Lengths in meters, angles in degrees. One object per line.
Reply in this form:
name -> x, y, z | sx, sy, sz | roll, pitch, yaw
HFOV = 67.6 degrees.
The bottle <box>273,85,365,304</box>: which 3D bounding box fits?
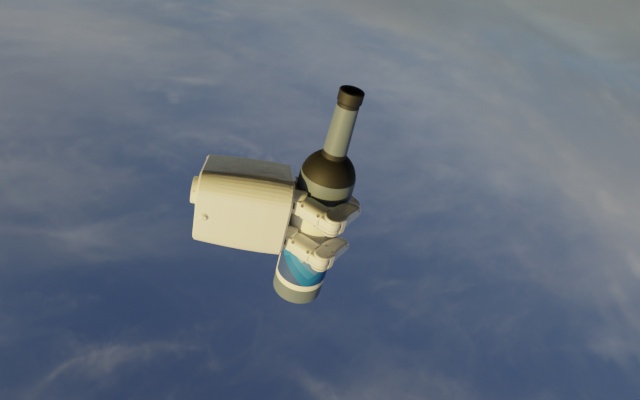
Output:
bottle -> 0.000, 0.002, 0.580 | 0.069, 0.296, 0.069 | 11, 35, -8
